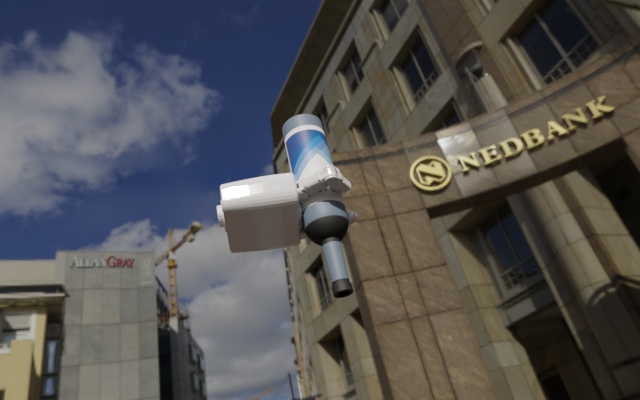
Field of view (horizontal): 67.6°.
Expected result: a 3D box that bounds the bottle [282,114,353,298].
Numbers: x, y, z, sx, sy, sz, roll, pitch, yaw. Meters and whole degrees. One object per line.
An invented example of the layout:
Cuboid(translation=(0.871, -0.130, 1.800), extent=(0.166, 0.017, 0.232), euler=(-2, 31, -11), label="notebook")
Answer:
Cuboid(translation=(0.000, 0.002, 0.711), extent=(0.069, 0.295, 0.069), euler=(-10, -31, -6), label="bottle")
